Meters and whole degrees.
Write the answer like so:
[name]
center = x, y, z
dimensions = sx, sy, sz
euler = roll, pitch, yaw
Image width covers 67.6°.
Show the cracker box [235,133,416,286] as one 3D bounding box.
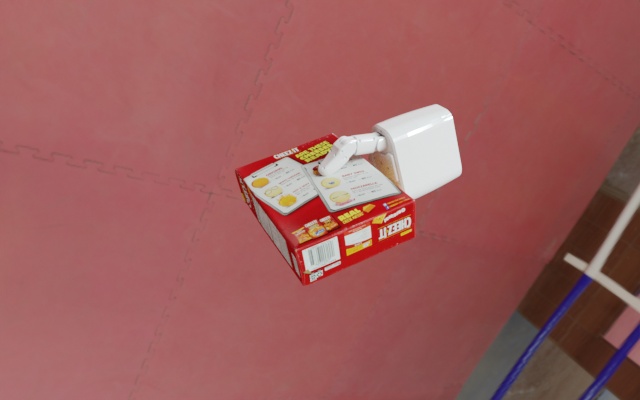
[cracker box]
center = 0.000, 0.002, 0.647
dimensions = 0.164, 0.072, 0.213
euler = -22, 38, -18
